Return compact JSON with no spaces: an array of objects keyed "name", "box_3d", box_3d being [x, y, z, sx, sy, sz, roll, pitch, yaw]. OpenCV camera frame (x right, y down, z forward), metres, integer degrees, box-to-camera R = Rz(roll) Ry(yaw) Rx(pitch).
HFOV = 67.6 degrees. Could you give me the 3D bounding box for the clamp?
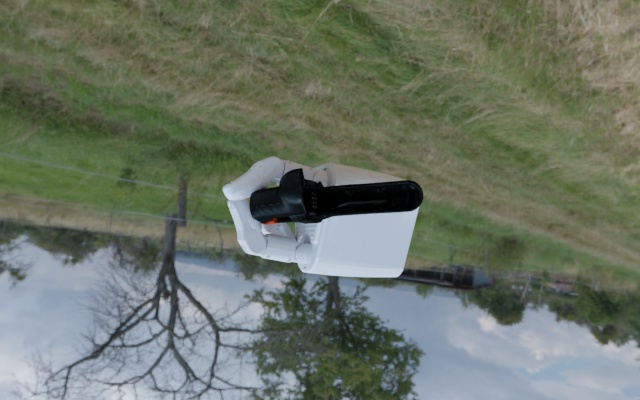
[{"name":"clamp","box_3d":[0.000,0.002,0.407,0.120,0.039,0.171,9,-8,-23]}]
